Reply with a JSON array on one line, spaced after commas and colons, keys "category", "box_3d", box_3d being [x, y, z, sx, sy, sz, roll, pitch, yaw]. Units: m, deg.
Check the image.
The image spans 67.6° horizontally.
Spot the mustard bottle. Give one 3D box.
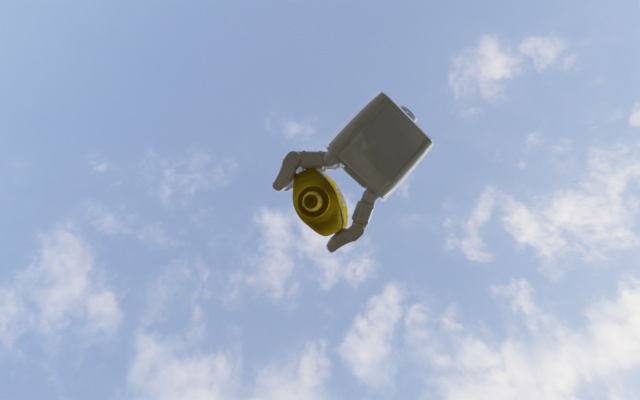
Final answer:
[{"category": "mustard bottle", "box_3d": [0.000, 0.002, 0.665, 0.058, 0.096, 0.191, -23, -3, 6]}]
